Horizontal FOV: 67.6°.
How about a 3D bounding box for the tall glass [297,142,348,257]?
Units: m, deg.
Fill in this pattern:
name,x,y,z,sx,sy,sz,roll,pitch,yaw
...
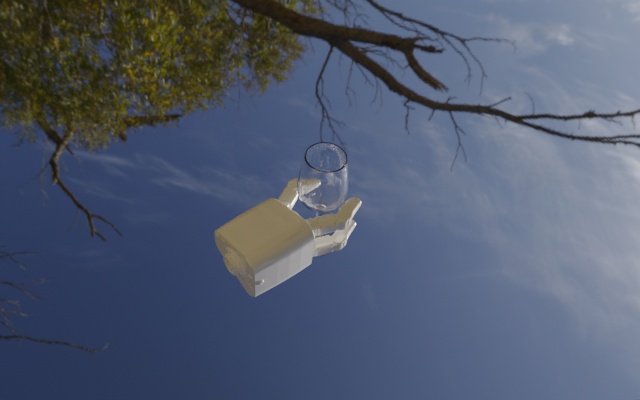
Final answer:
name,x,y,z,sx,sy,sz,roll,pitch,yaw
tall glass,0.000,0.003,0.753,0.079,0.079,0.201,0,-41,-6
